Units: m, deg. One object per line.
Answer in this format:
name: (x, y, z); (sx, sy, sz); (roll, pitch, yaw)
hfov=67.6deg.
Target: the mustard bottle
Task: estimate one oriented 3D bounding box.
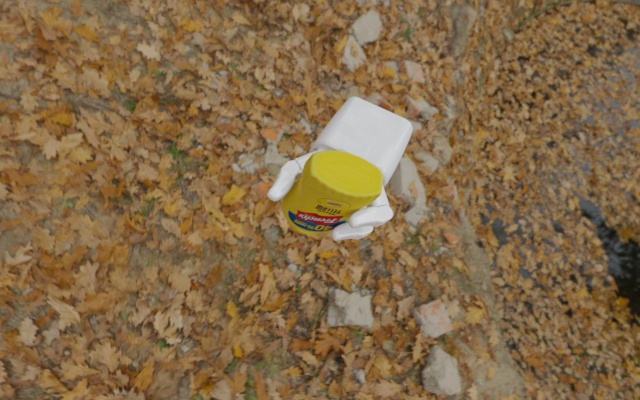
mustard bottle: (0.000, 0.002, 0.644); (0.096, 0.058, 0.192); (13, -26, -17)
